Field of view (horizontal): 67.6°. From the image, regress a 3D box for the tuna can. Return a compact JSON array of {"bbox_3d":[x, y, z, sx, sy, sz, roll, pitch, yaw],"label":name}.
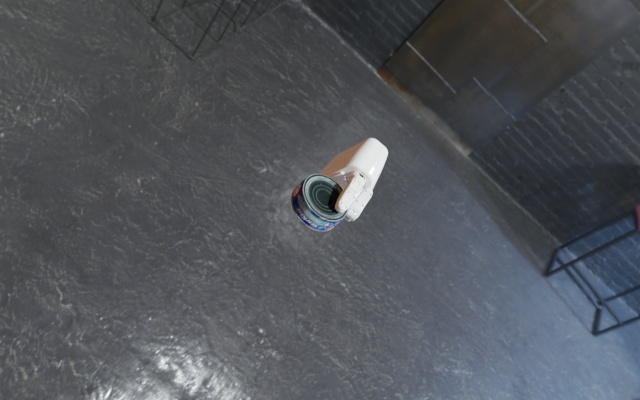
[{"bbox_3d":[0.000,0.002,0.732,0.086,0.086,0.034,0,-29,-37],"label":"tuna can"}]
